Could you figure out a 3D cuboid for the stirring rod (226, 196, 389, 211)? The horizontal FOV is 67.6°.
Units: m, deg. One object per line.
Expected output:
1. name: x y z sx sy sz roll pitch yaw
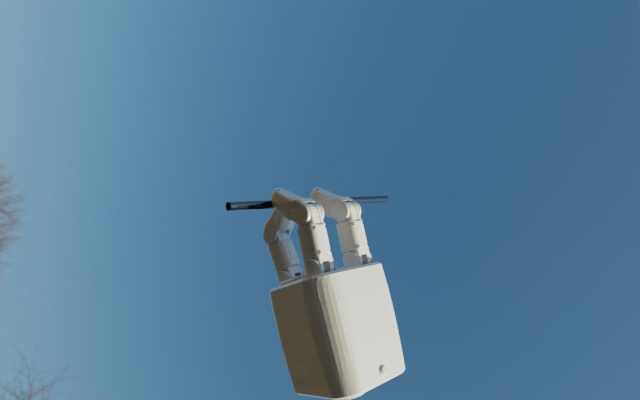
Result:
1. stirring rod: 0.000 0.002 0.515 0.011 0.011 0.239 0 2 43
